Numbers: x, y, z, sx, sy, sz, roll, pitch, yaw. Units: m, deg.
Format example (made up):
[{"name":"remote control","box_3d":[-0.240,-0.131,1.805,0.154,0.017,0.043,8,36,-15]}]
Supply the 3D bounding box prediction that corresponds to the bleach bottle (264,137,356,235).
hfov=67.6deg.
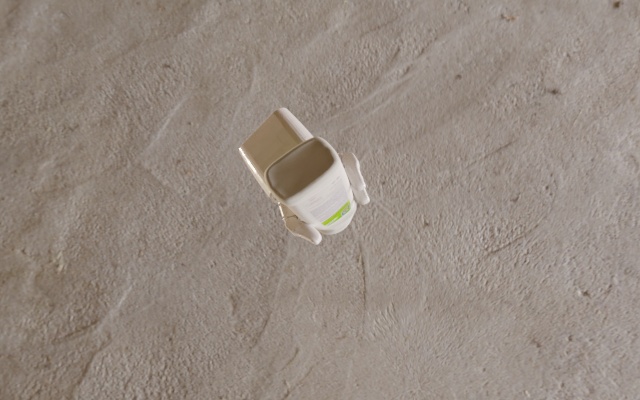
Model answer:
[{"name":"bleach bottle","box_3d":[0.000,0.002,0.725,0.102,0.068,0.251,-36,-24,-4]}]
